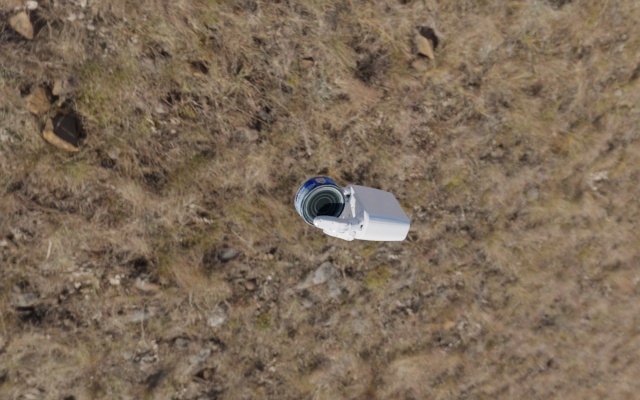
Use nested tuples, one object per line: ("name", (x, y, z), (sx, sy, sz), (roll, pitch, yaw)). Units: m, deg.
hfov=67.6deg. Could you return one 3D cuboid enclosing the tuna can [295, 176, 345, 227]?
("tuna can", (0.000, 0.003, 0.841), (0.086, 0.086, 0.033), (0, 27, -24))
